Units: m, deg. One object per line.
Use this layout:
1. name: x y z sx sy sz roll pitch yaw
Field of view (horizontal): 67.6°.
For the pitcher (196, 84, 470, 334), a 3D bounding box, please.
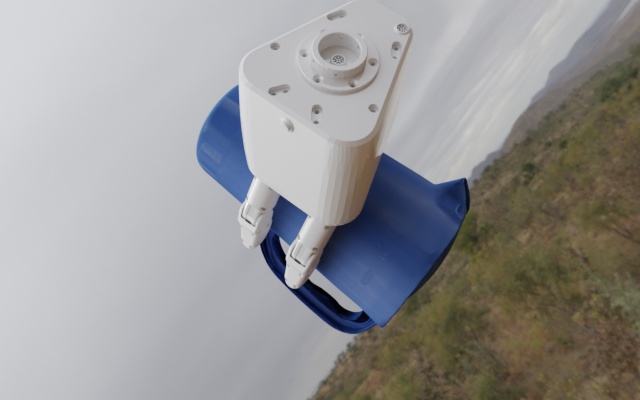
1. pitcher: 0.000 0.001 0.450 0.243 0.149 0.145 37 -21 13
